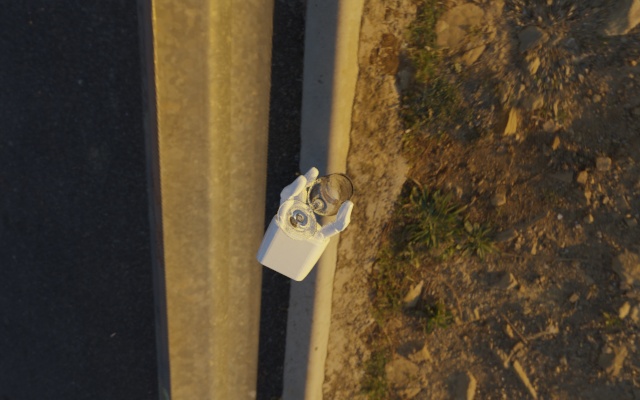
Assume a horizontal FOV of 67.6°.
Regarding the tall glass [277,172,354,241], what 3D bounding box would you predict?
[{"bbox_3d":[0.000,0.003,0.890,0.079,0.079,0.201,0,18,26],"label":"tall glass"}]
